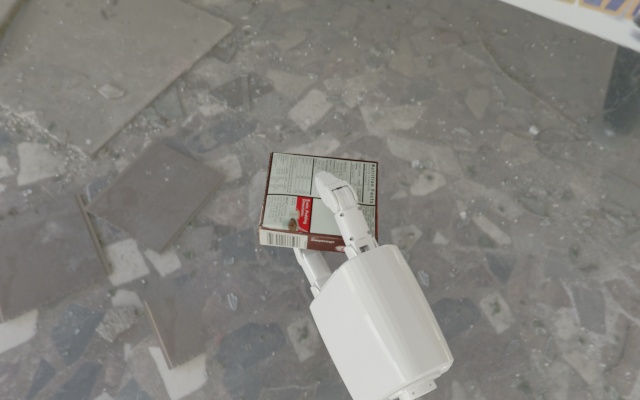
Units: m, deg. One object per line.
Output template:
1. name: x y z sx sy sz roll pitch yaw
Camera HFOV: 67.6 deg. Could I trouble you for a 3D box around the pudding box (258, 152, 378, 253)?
1. pudding box: 0.000 0.002 0.471 0.113 0.090 0.039 7 -29 -3
